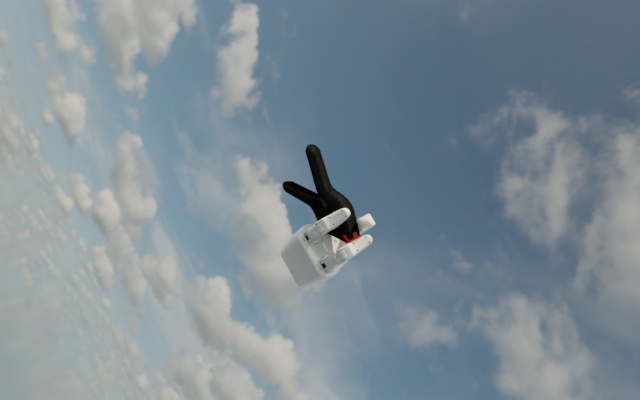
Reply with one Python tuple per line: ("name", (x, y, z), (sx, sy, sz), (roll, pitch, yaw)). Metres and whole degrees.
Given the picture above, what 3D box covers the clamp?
("clamp", (0.001, 0.003, 0.805), (0.039, 0.171, 0.120), (-24, -10, -34))
